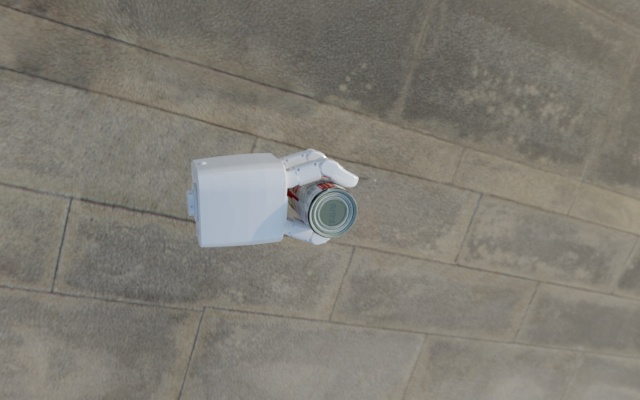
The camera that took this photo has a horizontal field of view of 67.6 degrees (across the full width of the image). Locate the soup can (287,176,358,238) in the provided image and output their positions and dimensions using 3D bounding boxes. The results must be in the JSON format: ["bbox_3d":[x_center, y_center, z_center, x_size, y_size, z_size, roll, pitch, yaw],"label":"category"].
[{"bbox_3d":[0.001,0.002,0.637,0.068,0.068,0.102,0,16,-19],"label":"soup can"}]
